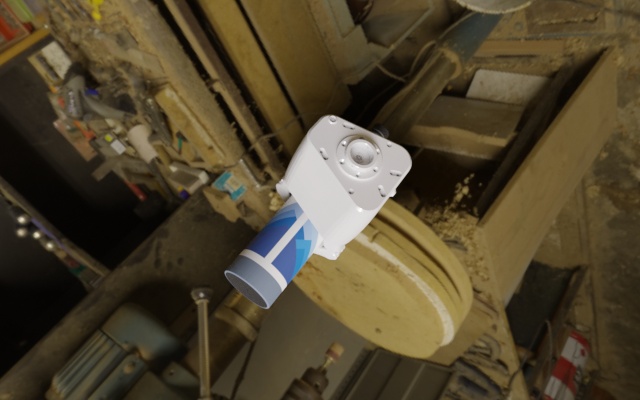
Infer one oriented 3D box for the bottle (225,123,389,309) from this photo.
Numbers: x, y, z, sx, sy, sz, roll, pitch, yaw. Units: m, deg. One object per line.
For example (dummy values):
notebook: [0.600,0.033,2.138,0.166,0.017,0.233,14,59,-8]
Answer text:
bottle: [0.000,0.002,0.613,0.069,0.069,0.295,0,44,54]
